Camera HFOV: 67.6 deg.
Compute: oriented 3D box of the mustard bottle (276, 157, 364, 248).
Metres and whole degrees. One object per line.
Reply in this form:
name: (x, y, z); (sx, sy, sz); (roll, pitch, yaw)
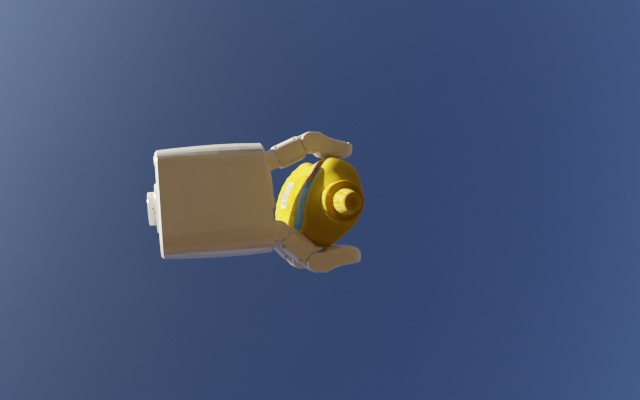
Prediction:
mustard bottle: (0.000, 0.002, 0.521); (0.058, 0.096, 0.191); (22, -7, -15)
